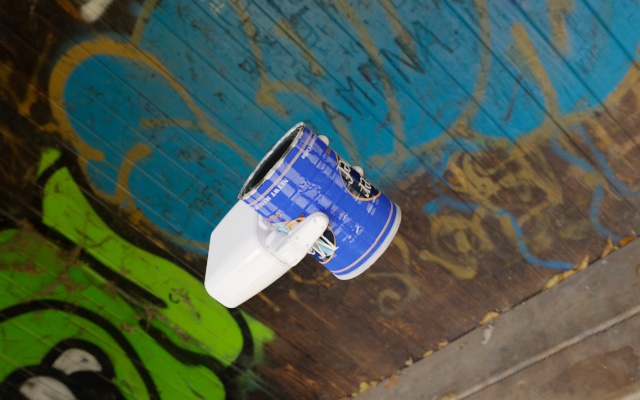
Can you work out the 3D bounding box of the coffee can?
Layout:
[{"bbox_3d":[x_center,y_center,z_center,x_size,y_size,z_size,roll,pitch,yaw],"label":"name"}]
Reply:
[{"bbox_3d":[0.000,0.002,0.506,0.140,0.103,0.103,40,-13,-15],"label":"coffee can"}]
